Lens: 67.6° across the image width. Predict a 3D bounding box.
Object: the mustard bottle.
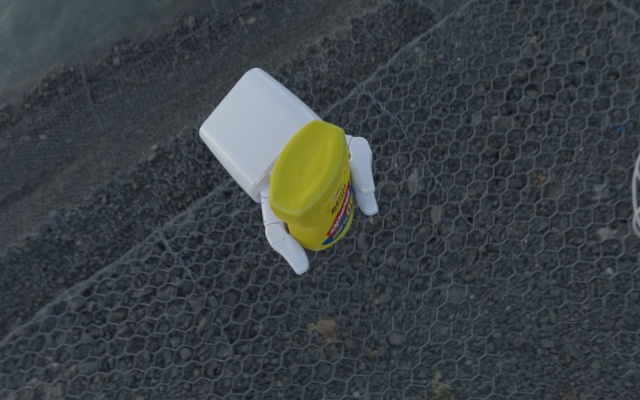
[{"bbox_3d":[0.000,0.002,0.503,0.058,0.096,0.192,20,-16,15],"label":"mustard bottle"}]
